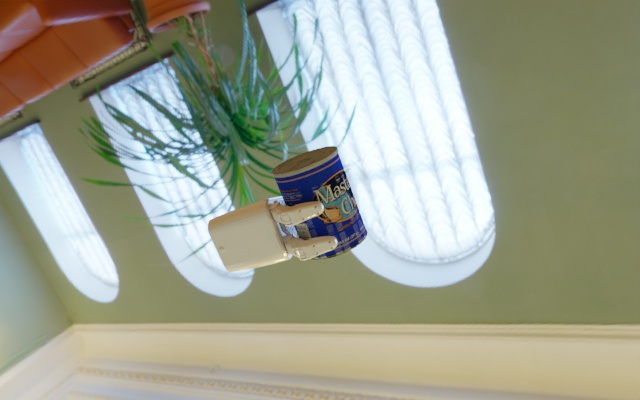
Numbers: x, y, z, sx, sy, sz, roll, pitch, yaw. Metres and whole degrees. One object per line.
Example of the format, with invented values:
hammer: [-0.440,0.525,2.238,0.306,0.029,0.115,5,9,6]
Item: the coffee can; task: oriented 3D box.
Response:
coffee can: [0.000,0.002,0.715,0.103,0.140,0.102,-19,16,6]
